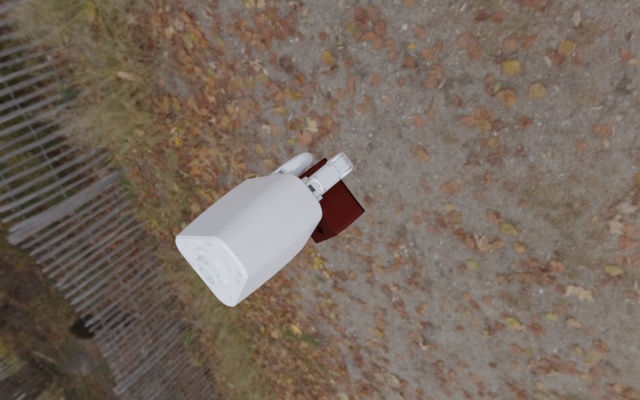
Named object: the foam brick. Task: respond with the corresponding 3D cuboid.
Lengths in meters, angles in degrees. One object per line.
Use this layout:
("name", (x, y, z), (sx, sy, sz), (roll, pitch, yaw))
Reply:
("foam brick", (0.000, 0.002, 0.547), (0.051, 0.078, 0.053), (-41, 6, -32))
